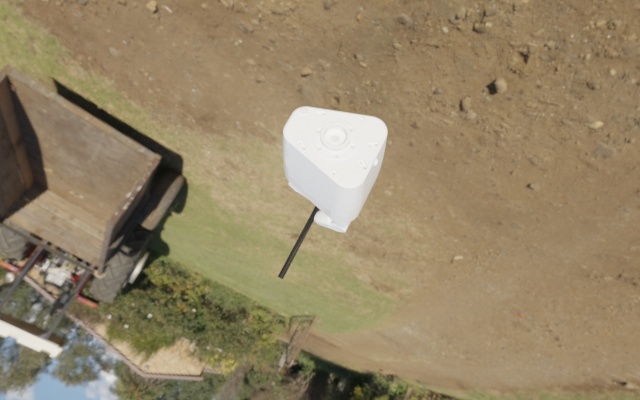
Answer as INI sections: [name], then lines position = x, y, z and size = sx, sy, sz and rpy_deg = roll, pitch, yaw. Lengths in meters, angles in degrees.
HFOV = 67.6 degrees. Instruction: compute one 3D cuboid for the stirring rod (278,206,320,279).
[stirring rod]
position = 0.000, 0.002, 0.673
size = 0.011, 0.239, 0.011
rpy_deg = 25, -20, 9
